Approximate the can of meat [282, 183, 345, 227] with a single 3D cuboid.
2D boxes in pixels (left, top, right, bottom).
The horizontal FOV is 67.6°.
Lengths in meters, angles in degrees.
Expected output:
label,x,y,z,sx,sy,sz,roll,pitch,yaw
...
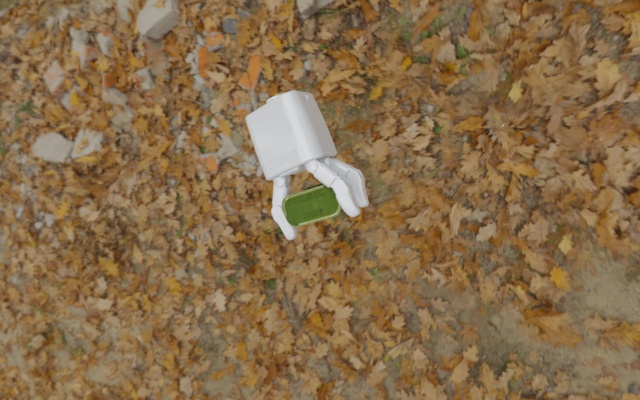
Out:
label,x,y,z,sx,sy,sz,roll,pitch,yaw
can of meat,0.000,0.003,0.752,0.102,0.057,0.084,-17,1,22
